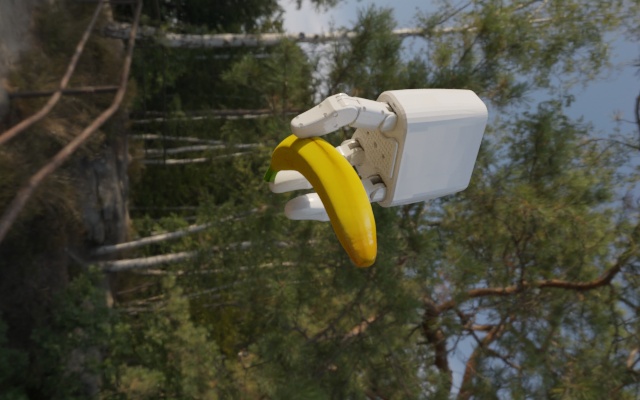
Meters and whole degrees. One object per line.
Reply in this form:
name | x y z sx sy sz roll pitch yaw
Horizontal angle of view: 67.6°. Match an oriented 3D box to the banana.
banana | 0.000 -0.017 0.422 0.037 0.070 0.197 -7 25 -25
